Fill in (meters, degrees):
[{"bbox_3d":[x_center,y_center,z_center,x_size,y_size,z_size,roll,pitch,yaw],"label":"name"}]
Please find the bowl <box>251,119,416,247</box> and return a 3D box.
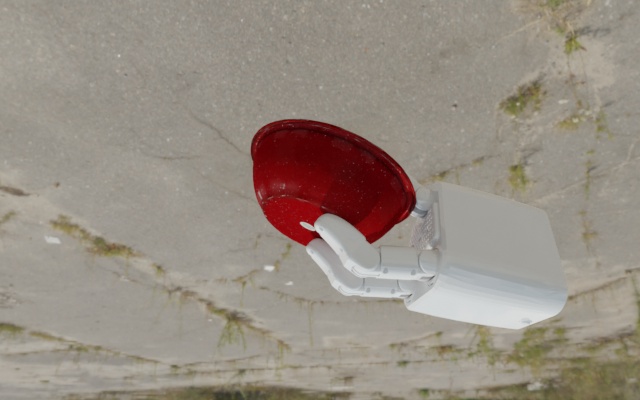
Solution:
[{"bbox_3d":[-0.001,0.001,0.431,0.162,0.055,0.162,19,-28,10],"label":"bowl"}]
